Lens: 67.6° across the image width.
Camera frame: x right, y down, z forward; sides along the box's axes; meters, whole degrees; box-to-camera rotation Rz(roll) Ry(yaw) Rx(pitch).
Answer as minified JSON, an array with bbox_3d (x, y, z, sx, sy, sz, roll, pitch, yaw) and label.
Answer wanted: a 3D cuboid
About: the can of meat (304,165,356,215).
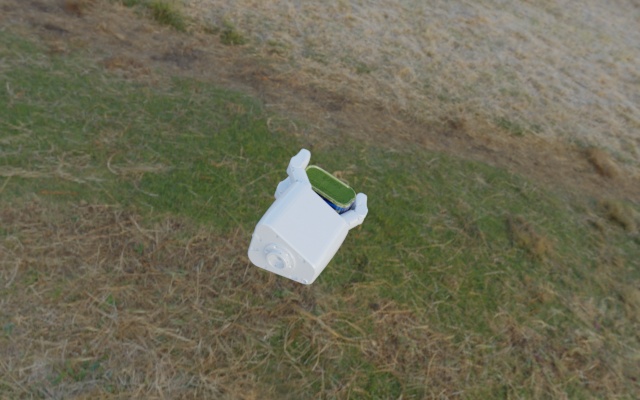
[{"bbox_3d":[0.000,0.002,0.785,0.102,0.084,0.057,33,44,10],"label":"can of meat"}]
